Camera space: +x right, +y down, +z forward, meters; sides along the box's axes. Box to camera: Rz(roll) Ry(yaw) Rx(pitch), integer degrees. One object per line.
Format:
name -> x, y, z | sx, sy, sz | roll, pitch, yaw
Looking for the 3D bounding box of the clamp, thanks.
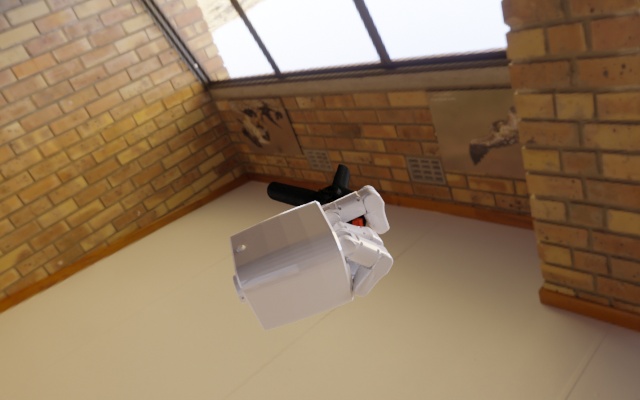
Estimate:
clamp -> 0.000, 0.003, 0.604 | 0.120, 0.039, 0.171 | -17, 26, -7
